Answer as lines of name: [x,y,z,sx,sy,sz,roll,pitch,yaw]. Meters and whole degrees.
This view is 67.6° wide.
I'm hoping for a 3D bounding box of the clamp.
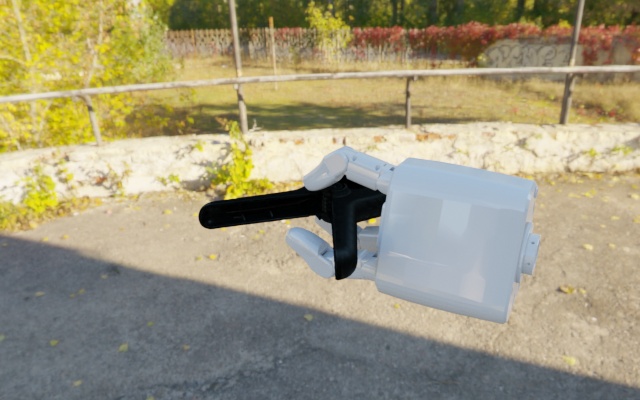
clamp: [0.001,0.001,0.465,0.164,0.036,0.210,14,27,27]
